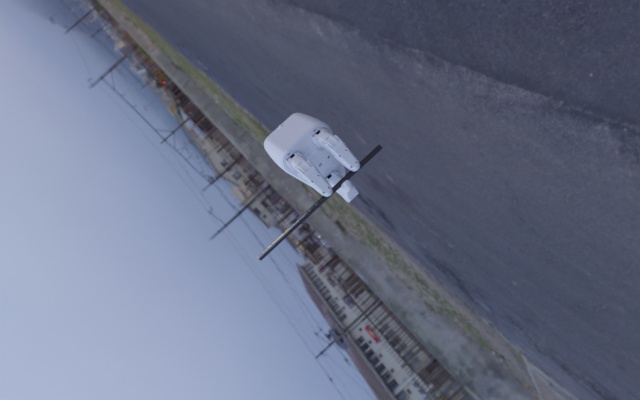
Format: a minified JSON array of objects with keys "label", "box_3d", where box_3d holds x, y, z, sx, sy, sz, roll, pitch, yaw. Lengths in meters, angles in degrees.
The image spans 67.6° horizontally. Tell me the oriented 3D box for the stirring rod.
[{"label":"stirring rod","box_3d":[0.000,0.002,0.692,0.239,0.011,0.011,-43,3,-3]}]
